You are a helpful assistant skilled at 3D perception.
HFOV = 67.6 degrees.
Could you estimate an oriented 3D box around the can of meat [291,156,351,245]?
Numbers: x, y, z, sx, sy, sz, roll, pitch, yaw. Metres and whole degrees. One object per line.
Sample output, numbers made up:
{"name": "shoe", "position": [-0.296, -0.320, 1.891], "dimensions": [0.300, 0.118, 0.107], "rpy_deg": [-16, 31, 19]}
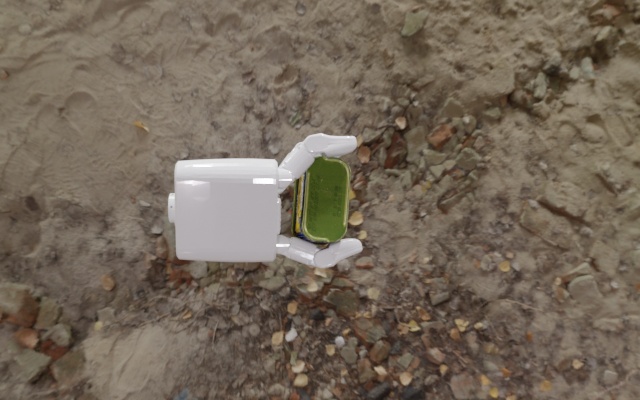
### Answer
{"name": "can of meat", "position": [0.000, 0.002, 0.566], "dimensions": [0.057, 0.102, 0.084], "rpy_deg": [5, -6, -9]}
